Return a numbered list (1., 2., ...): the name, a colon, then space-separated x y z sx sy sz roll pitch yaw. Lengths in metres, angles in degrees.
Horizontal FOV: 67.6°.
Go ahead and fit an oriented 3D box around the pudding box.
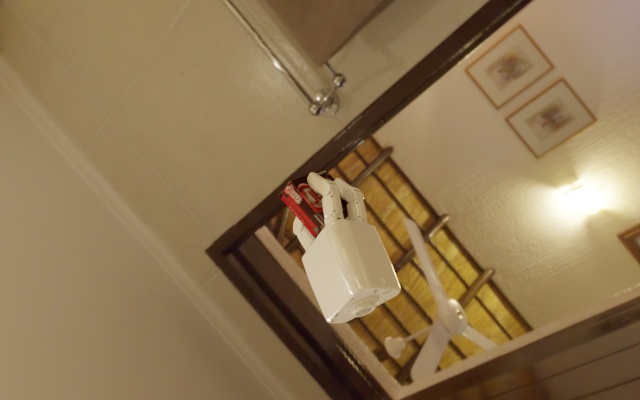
1. pudding box: 0.000 0.003 0.732 0.039 0.090 0.113 -45 -9 28
